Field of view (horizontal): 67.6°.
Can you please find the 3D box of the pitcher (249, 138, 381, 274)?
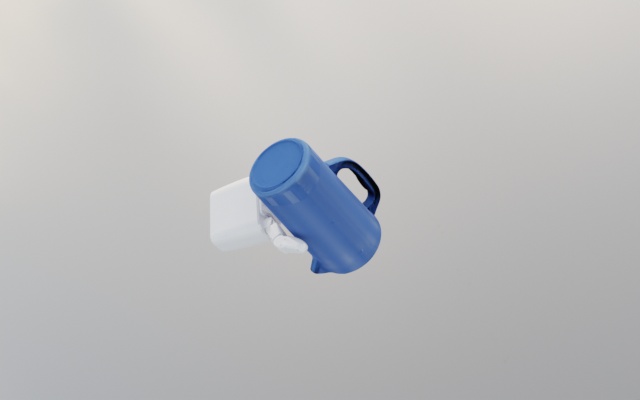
[{"bbox_3d":[0.000,0.003,0.782,0.145,0.149,0.243,-16,-40,24],"label":"pitcher"}]
